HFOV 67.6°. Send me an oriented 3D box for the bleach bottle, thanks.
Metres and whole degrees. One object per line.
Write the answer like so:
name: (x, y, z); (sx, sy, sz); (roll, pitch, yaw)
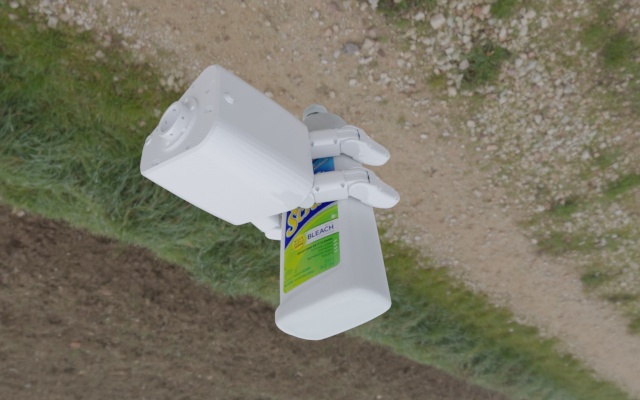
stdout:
bleach bottle: (0.000, 0.002, 0.482); (0.102, 0.250, 0.068); (-30, -43, 27)
